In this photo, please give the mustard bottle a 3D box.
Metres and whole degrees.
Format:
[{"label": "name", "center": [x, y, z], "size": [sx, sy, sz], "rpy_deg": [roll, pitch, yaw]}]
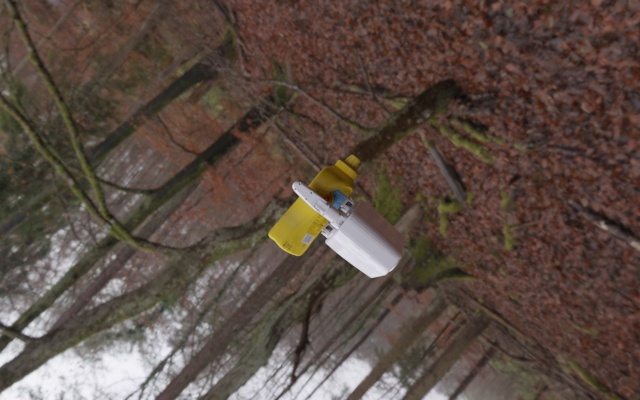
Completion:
[{"label": "mustard bottle", "center": [0.000, 0.003, 0.798], "size": [0.058, 0.191, 0.096], "rpy_deg": [41, 3, 25]}]
